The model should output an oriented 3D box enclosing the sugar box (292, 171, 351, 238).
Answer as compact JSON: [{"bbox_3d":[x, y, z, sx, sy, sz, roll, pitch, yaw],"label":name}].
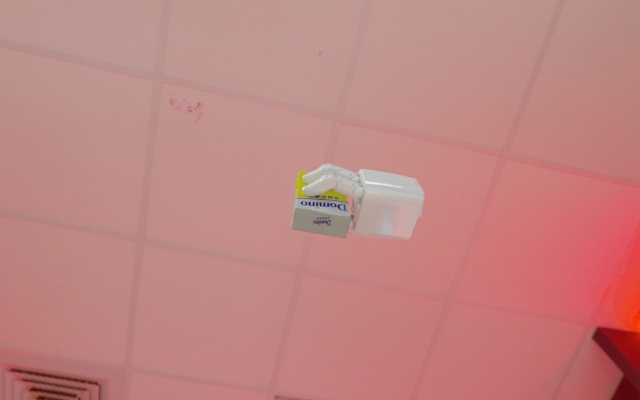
[{"bbox_3d":[0.000,0.002,0.841,0.093,0.048,0.176,10,20,-6],"label":"sugar box"}]
